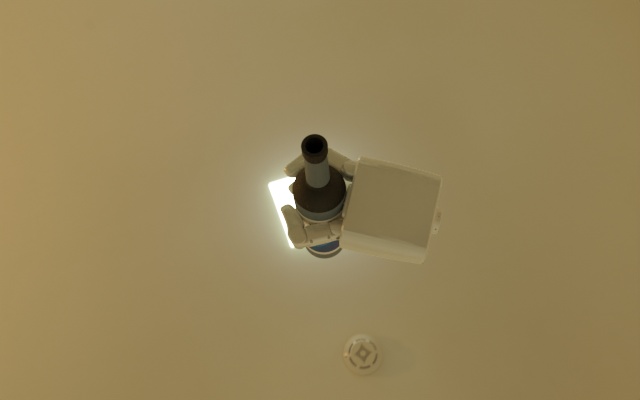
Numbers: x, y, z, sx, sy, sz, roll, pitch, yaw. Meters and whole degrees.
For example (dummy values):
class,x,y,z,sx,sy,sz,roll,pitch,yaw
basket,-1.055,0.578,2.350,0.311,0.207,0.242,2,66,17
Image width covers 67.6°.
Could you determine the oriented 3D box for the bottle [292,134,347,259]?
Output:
class,x,y,z,sx,sy,sz,roll,pitch,yaw
bottle,0.000,0.002,0.616,0.069,0.069,0.296,0,-23,3
